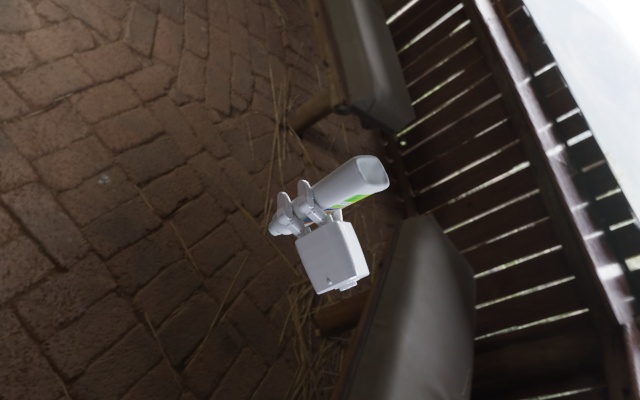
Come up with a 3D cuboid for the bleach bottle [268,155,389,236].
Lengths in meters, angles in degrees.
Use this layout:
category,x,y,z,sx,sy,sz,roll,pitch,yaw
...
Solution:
category,x,y,z,sx,sy,sz,roll,pitch,yaw
bleach bottle,0.000,0.003,0.897,0.251,0.068,0.102,-31,-14,34
